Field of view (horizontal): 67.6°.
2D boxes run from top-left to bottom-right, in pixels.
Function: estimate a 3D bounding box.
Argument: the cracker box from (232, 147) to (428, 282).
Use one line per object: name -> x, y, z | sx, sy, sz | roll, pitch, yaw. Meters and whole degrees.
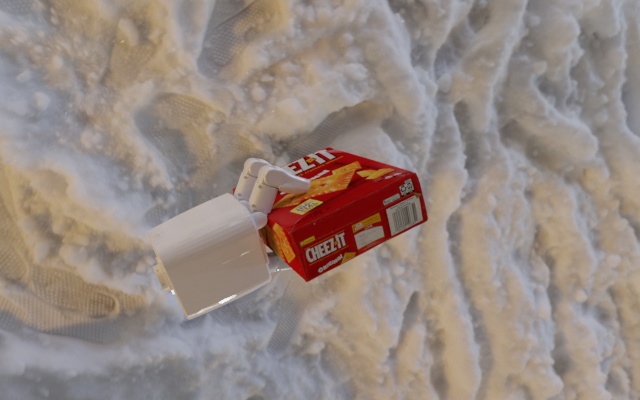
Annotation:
cracker box -> 0.000, 0.002, 0.597 | 0.164, 0.072, 0.213 | -25, 23, -19
